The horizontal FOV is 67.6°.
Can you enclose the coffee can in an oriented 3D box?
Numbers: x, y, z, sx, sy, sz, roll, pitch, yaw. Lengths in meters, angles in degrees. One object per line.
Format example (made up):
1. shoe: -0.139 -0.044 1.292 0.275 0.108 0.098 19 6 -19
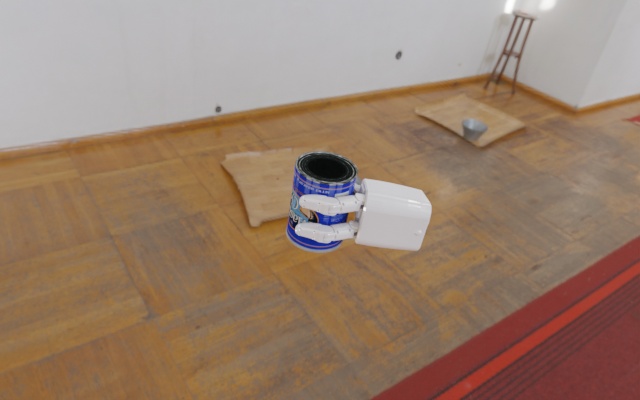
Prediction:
1. coffee can: 0.000 0.003 0.805 0.103 0.140 0.102 7 34 -5
